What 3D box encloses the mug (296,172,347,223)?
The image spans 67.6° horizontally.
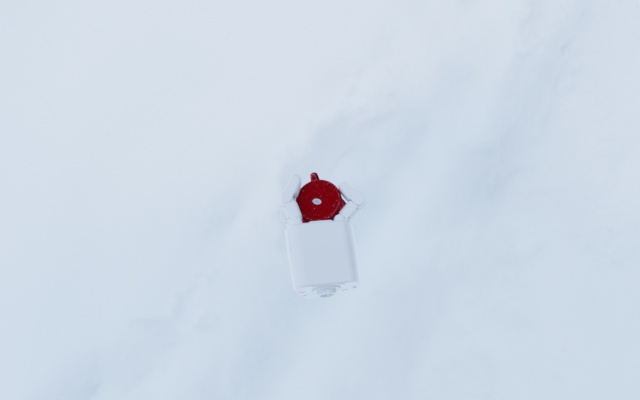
[{"bbox_3d":[0.000,0.001,0.860,0.093,0.117,0.081,-12,-23,5],"label":"mug"}]
